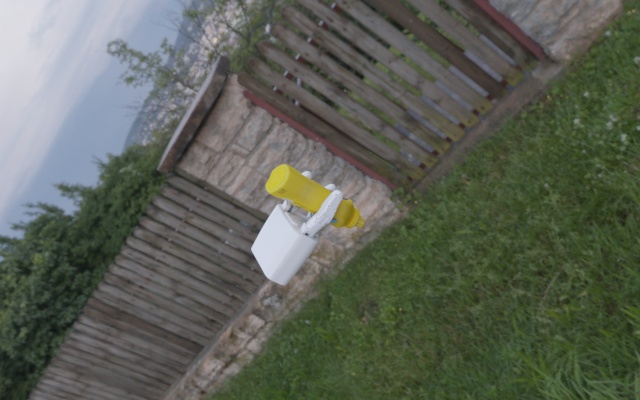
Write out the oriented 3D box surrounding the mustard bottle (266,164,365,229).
[{"bbox_3d":[0.000,0.002,0.862,0.192,0.058,0.096,28,-10,-22],"label":"mustard bottle"}]
